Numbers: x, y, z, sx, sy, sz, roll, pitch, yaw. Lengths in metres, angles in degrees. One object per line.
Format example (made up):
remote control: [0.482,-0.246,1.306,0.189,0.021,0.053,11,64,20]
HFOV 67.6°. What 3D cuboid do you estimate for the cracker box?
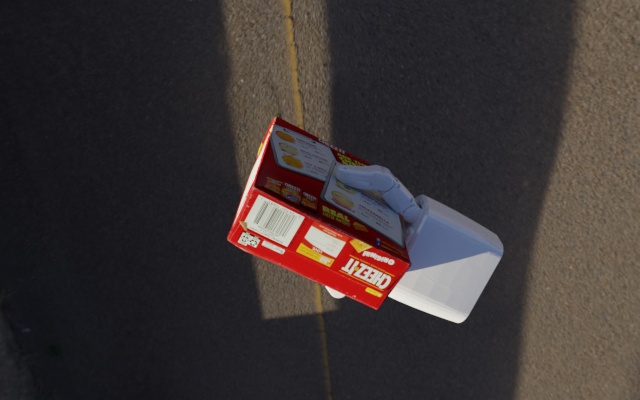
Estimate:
cracker box: [0.000,0.002,0.525,0.164,0.072,0.213,26,24,-12]
